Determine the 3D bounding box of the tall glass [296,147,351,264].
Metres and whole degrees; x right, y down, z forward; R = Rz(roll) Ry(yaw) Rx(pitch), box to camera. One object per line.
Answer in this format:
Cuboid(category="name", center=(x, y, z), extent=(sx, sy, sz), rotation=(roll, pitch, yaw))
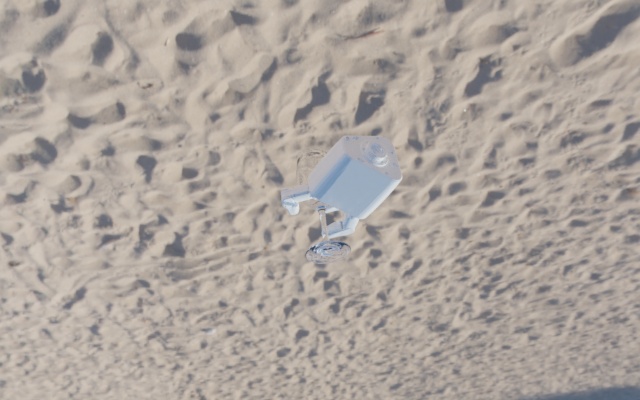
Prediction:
Cuboid(category="tall glass", center=(0.000, 0.003, 0.822), extent=(0.079, 0.201, 0.079), rotation=(-6, -34, -4))
